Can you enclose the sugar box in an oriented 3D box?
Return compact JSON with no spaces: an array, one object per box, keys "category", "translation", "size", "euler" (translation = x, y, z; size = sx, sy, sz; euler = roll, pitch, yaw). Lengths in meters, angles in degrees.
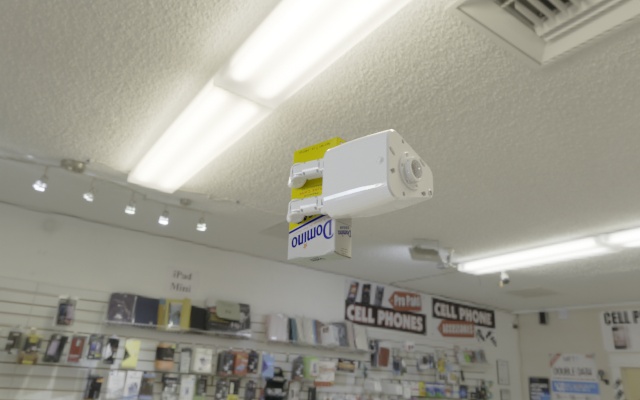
[{"category":"sugar box","translation":[0.000,0.002,0.710],"size":[0.093,0.176,0.048],"euler":[-15,-27,39]}]
